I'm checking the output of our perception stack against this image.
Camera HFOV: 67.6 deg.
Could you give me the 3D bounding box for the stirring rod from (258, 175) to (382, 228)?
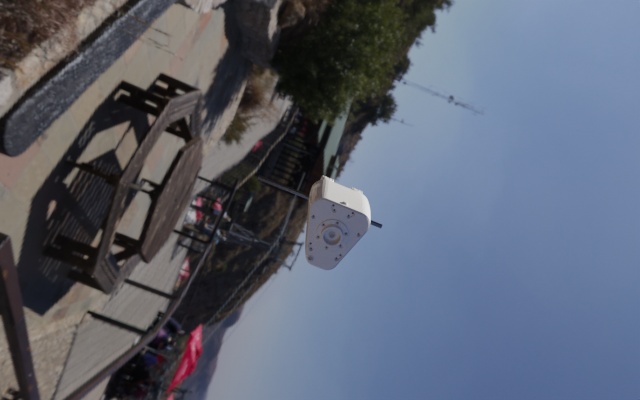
[{"bbox_3d":[0.000,0.003,0.863,0.239,0.011,0.011,22,-2,-4],"label":"stirring rod"}]
